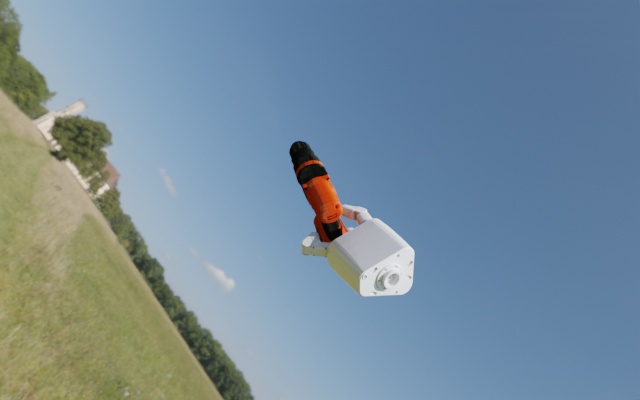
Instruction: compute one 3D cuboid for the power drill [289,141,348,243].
[{"bbox_3d":[0.000,0.003,0.871,0.057,0.184,0.188,-22,-39,-1],"label":"power drill"}]
